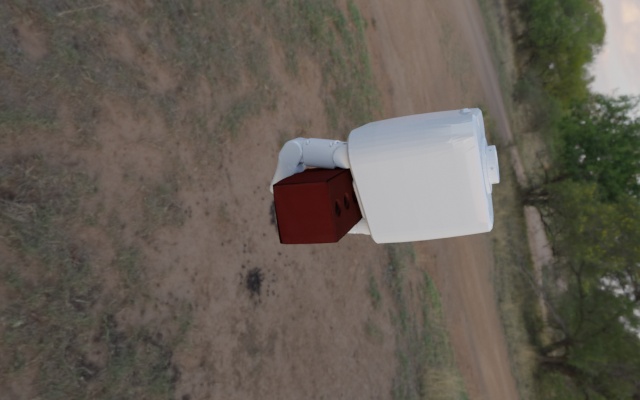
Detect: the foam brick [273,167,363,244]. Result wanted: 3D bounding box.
[{"bbox_3d":[0.000,0.002,0.418,0.051,0.053,0.078,-2,14,23],"label":"foam brick"}]
